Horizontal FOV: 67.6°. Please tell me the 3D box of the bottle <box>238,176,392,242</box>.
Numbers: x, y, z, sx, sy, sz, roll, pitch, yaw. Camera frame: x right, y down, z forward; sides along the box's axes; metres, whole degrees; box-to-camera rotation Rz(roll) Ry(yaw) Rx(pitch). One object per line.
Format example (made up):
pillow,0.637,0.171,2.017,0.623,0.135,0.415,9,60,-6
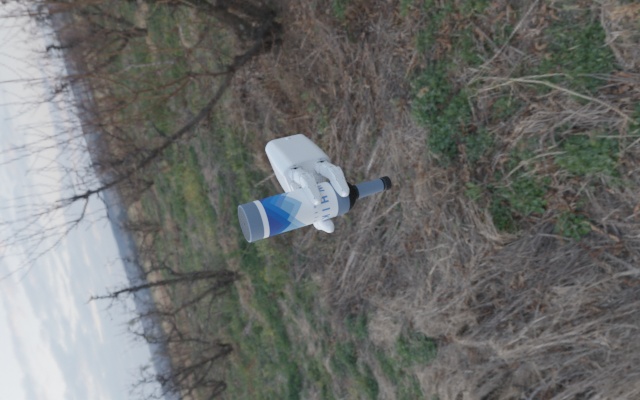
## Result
bottle,0.000,0.003,0.875,0.295,0.069,0.069,-16,6,-22
